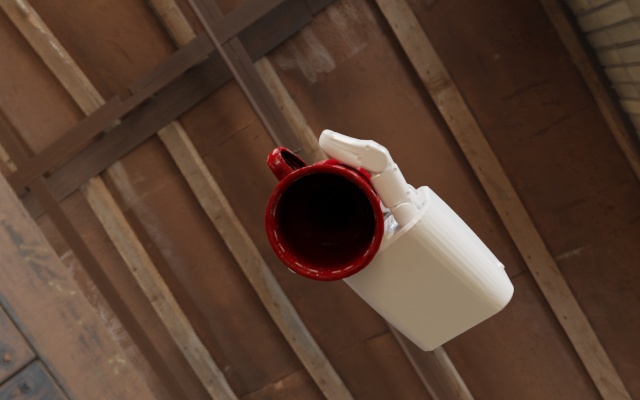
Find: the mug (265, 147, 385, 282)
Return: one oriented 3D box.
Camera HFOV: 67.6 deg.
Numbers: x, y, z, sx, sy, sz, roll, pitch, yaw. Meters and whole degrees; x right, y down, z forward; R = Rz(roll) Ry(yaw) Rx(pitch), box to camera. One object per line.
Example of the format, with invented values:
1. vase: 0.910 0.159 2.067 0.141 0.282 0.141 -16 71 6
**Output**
1. mug: -0.001 0.000 0.404 0.093 0.117 0.081 -44 3 16
